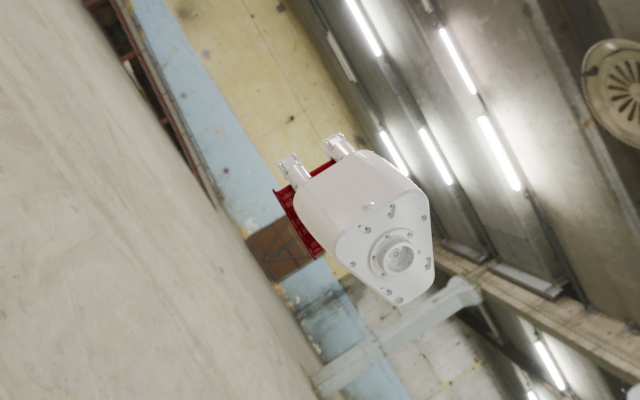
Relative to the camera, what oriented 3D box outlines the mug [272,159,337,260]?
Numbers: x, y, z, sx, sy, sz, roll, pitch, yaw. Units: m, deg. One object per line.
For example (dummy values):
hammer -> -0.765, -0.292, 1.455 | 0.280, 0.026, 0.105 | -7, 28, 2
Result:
mug -> 0.000, 0.001, 0.547 | 0.081, 0.093, 0.117 | -31, 30, -5
